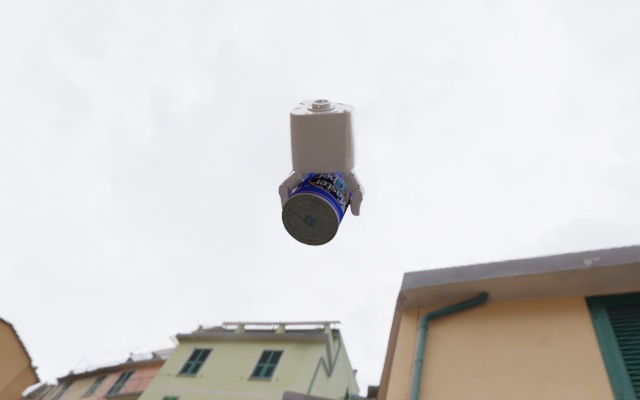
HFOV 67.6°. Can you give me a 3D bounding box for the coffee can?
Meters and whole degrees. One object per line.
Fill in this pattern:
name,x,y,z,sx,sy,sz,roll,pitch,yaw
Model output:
coffee can,0.000,0.003,0.870,0.103,0.103,0.140,0,28,18
